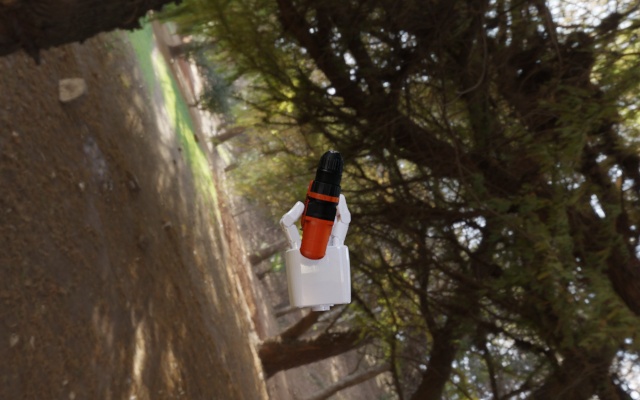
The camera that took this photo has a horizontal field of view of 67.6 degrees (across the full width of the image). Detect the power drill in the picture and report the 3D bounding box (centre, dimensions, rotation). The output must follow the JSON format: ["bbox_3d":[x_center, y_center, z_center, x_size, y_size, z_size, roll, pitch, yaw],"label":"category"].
[{"bbox_3d":[0.000,0.003,0.859,0.057,0.184,0.187,14,3,-1],"label":"power drill"}]
